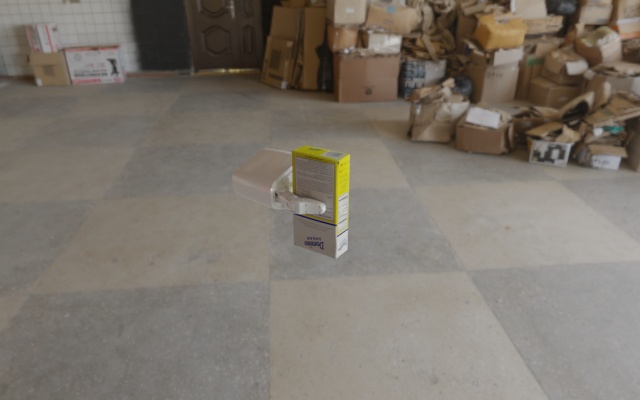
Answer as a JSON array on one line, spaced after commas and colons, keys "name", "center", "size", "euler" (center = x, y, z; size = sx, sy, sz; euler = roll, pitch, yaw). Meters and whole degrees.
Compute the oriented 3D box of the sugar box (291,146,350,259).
[{"name": "sugar box", "center": [0.000, 0.002, 0.809], "size": [0.093, 0.176, 0.048], "euler": [16, 30, 31]}]
